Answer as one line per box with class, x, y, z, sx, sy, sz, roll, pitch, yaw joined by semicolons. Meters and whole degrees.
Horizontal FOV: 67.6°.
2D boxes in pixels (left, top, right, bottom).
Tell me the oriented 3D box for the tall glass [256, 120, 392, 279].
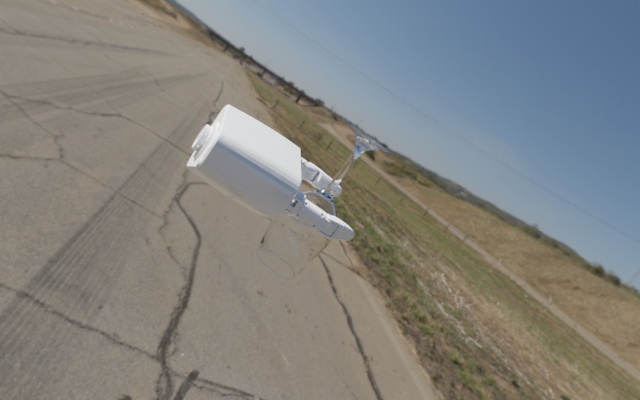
tall glass;0.001;0.002;0.599;0.079;0.201;0.079;35;8;-6
